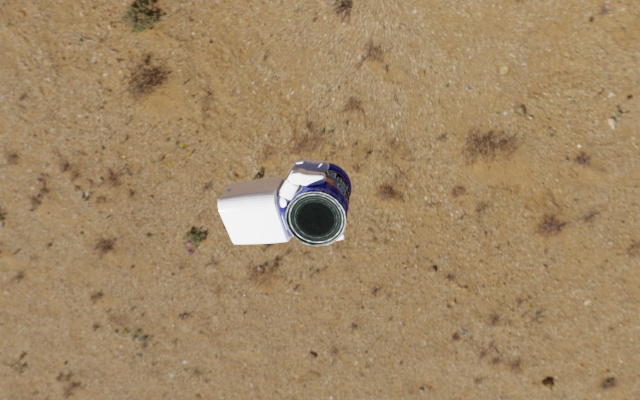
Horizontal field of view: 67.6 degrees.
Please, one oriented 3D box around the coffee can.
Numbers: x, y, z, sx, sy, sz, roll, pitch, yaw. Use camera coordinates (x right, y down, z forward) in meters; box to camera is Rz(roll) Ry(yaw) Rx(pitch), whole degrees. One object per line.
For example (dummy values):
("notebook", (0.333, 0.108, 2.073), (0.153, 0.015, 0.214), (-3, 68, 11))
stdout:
("coffee can", (0.000, 0.003, 0.851), (0.103, 0.103, 0.140), (0, 25, 7))
